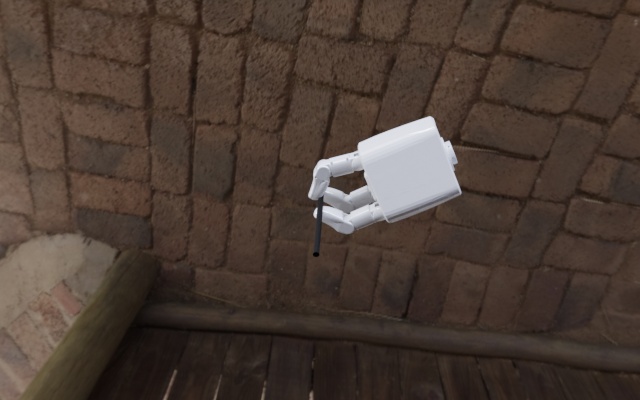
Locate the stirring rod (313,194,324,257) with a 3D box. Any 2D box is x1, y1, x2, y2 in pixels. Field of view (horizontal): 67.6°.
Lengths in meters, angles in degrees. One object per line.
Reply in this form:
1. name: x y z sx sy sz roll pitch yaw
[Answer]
1. stirring rod: 0.000 0.002 0.670 0.011 0.011 0.239 0 31 3
